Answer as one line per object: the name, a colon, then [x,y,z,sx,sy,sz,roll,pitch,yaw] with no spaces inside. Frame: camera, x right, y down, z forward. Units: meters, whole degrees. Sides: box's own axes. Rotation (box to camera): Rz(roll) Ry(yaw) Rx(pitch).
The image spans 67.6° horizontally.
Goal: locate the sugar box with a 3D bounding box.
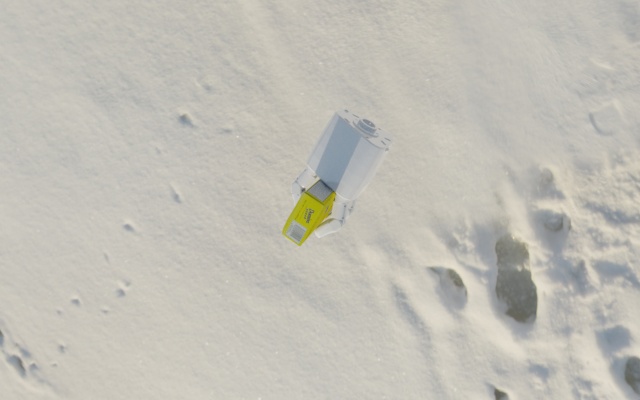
sugar box: [0.001,0.003,0.836,0.048,0.093,0.176,35,29,8]
